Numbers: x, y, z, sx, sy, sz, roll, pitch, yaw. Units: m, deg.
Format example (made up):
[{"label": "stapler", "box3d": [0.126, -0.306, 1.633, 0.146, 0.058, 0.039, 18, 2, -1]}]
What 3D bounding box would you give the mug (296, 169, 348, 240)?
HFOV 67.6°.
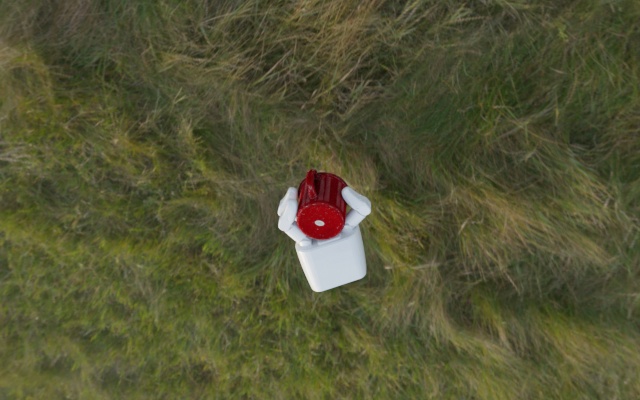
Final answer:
[{"label": "mug", "box3d": [0.000, 0.002, 0.802, 0.093, 0.117, 0.081, -9, 35, 12]}]
